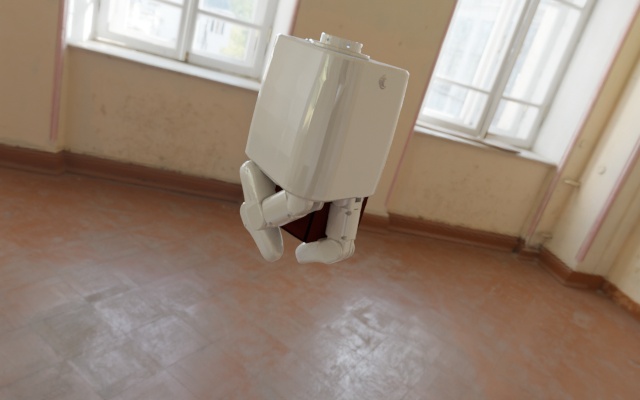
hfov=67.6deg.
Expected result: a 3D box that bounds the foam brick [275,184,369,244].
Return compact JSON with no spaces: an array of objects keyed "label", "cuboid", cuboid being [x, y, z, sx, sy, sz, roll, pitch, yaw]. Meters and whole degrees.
[{"label":"foam brick","cuboid":[0.000,0.001,0.445,0.053,0.051,0.078,30,23,34]}]
